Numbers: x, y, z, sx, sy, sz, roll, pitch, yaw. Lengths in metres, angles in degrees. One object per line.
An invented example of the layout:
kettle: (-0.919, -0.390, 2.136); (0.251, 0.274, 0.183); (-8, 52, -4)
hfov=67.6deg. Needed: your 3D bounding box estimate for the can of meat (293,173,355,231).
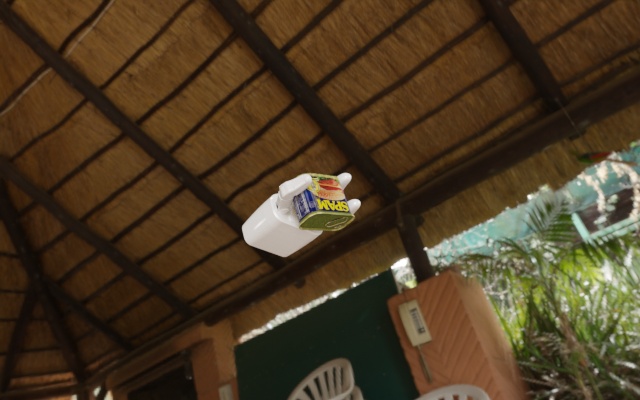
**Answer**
can of meat: (0.000, 0.002, 0.832); (0.102, 0.084, 0.057); (5, -35, -40)
